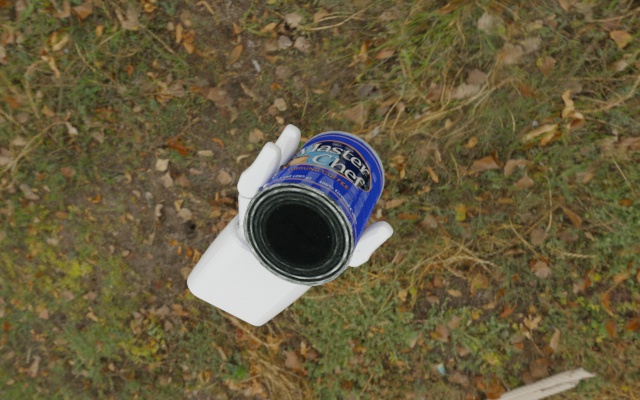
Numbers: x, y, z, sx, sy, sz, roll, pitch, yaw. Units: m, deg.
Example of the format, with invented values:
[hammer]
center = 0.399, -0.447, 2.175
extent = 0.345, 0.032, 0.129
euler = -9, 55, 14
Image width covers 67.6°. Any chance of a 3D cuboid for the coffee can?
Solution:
[coffee can]
center = 0.000, 0.001, 0.472
extent = 0.103, 0.103, 0.140
euler = 0, 26, 19
